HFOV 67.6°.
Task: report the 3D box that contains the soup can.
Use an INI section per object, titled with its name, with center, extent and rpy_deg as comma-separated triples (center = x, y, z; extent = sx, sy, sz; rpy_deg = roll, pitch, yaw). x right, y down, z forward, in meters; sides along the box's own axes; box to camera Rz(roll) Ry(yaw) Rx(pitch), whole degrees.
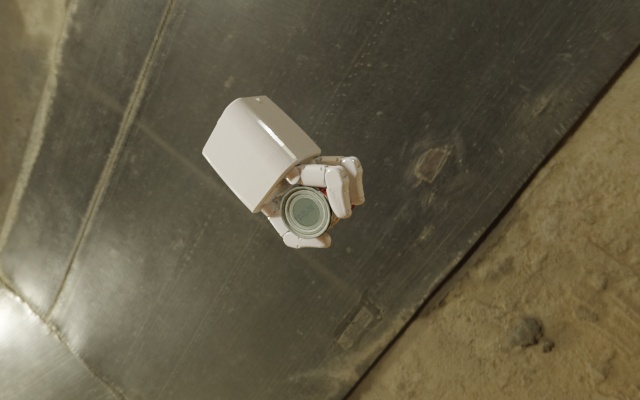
[soup can]
center = 0.000, 0.002, 0.605
extent = 0.068, 0.068, 0.102
rpy_deg = 0, 14, 22
